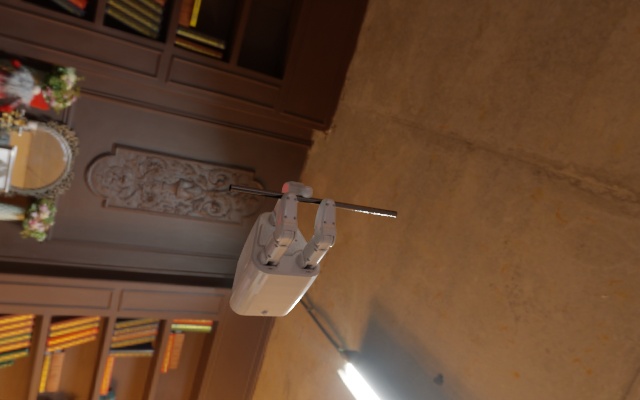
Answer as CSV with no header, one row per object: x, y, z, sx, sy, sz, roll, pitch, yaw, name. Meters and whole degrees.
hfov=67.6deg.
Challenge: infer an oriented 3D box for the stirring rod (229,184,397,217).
0.000,0.002,0.611,0.239,0.011,0.011,9,-4,-28,stirring rod
